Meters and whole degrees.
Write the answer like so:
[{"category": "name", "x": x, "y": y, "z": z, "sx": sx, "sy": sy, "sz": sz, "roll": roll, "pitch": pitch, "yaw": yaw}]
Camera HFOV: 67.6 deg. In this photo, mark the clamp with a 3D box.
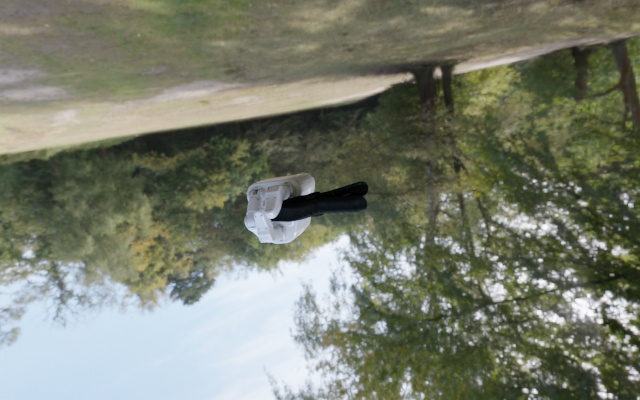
[{"category": "clamp", "x": 0.000, "y": 0.003, "z": 0.767, "sx": 0.171, "sy": 0.039, "sz": 0.120, "roll": -7, "pitch": 8, "yaw": 17}]
